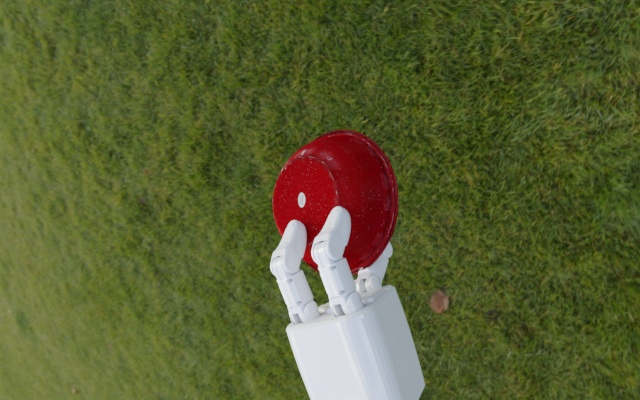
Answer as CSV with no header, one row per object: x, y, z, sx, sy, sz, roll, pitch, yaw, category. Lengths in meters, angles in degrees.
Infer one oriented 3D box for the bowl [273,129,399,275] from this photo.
-0.001,0.000,0.504,0.162,0.162,0.055,0,-3,42,bowl
